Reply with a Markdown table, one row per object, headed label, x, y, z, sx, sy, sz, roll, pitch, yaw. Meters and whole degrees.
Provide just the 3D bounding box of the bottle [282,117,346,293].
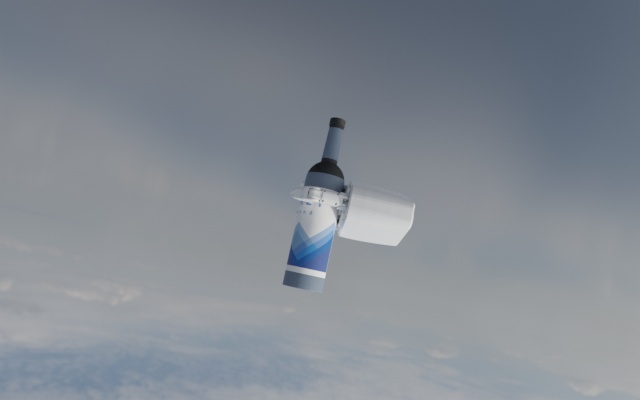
| label | x | y | z | sx | sy | sz | roll | pitch | yaw |
| --- | --- | --- | --- | --- | --- | --- | --- | --- | --- |
| bottle | 0.000 | 0.003 | 0.806 | 0.069 | 0.295 | 0.069 | 12 | -9 | 2 |
